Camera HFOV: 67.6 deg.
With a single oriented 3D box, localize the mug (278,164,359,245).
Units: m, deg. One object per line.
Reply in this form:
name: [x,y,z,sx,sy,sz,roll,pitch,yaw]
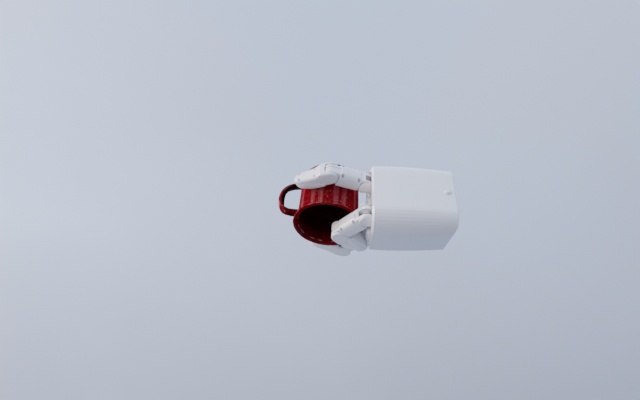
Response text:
mug: [-0.001,0.002,0.666,0.117,0.081,0.093,4,-41,2]
